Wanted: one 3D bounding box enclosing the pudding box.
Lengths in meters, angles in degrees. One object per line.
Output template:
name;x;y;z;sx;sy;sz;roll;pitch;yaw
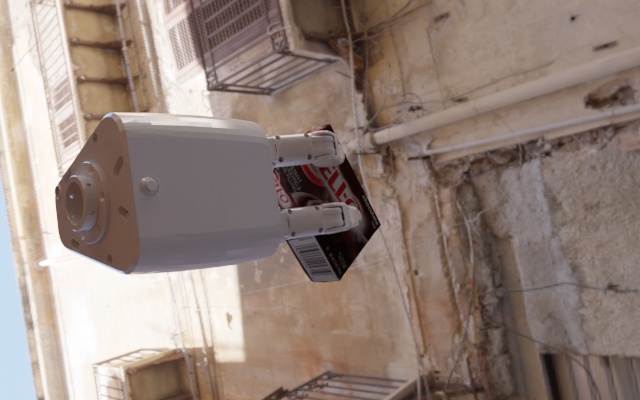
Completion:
pudding box;0.000;0.001;0.421;0.039;0.113;0.090;-12;22;39
